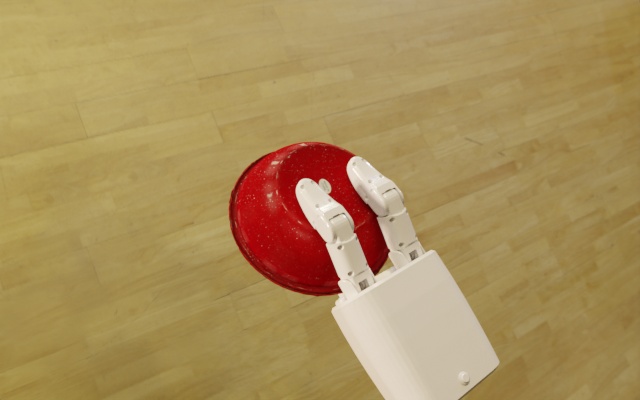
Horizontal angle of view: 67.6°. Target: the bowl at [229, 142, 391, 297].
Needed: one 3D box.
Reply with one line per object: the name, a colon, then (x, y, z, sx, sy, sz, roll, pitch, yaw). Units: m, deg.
bowl: (-0.001, 0.000, 0.436, 0.162, 0.162, 0.055, 0, -31, -16)
